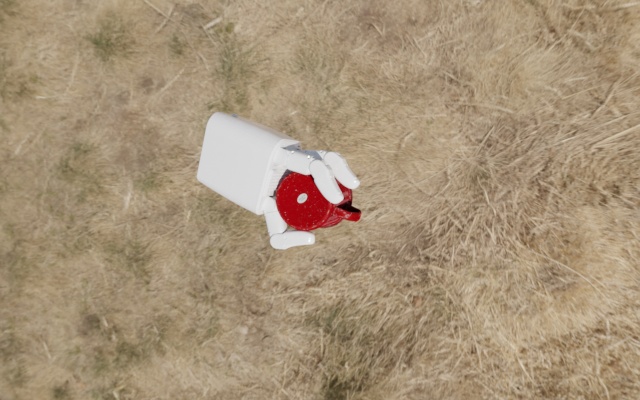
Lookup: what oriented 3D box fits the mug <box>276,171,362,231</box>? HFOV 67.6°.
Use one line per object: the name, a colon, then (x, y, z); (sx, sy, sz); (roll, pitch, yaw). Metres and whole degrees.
mug: (0.001, 0.003, 0.654); (0.117, 0.093, 0.081); (25, 12, 15)
